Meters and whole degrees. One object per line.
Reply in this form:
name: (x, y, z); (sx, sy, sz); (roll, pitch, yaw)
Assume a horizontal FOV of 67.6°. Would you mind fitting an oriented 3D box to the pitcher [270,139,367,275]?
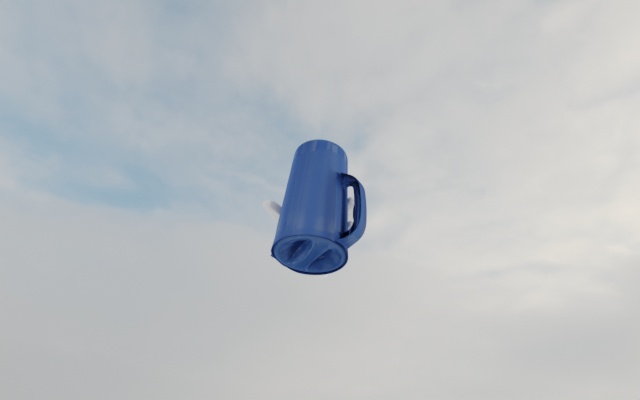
pitcher: (0.000, 0.003, 0.881); (0.149, 0.242, 0.145); (10, -37, -5)
